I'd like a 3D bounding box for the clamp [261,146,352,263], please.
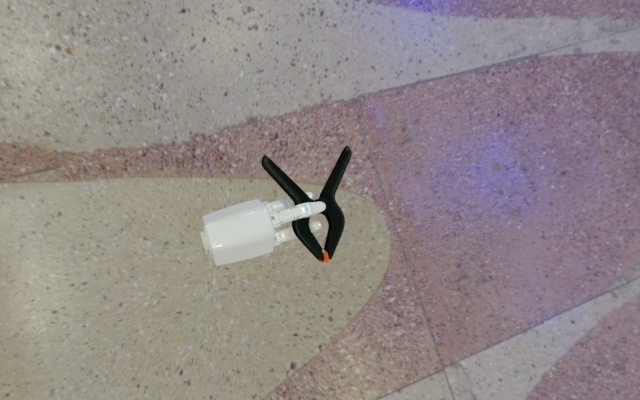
[{"bbox_3d":[0.000,0.003,0.846,0.164,0.210,0.036,-16,-5,-13],"label":"clamp"}]
